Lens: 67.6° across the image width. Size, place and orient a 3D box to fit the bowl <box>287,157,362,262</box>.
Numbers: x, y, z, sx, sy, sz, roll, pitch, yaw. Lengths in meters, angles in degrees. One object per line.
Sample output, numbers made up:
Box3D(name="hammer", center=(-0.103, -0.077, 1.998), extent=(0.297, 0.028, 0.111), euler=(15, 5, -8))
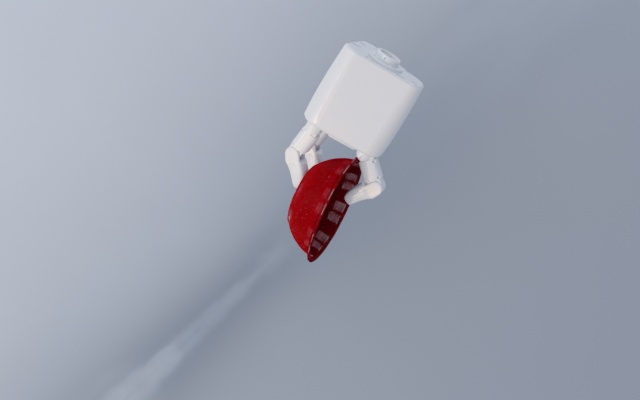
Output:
Box3D(name="bowl", center=(-0.001, 0.003, 0.663), extent=(0.055, 0.162, 0.162), euler=(25, 6, 13))
